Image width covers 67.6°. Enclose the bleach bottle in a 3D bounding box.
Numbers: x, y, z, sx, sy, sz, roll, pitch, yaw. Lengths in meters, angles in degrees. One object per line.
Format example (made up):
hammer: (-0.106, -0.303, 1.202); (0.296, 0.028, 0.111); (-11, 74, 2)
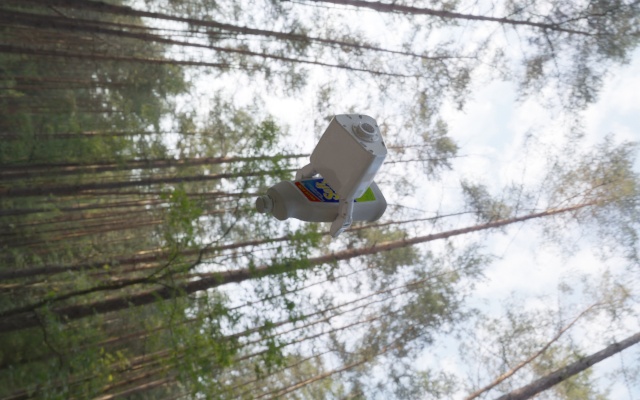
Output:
bleach bottle: (0.000, 0.003, 0.886); (0.251, 0.102, 0.068); (-7, -35, -36)
